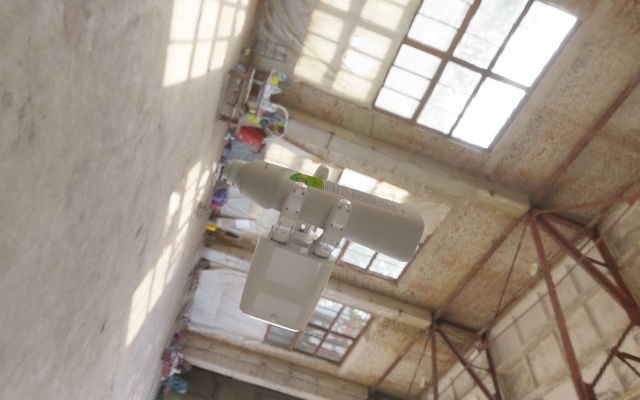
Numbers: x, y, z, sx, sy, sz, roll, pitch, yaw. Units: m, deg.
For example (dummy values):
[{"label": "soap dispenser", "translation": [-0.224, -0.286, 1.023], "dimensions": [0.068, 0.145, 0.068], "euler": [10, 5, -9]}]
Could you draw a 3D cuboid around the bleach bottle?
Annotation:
[{"label": "bleach bottle", "translation": [0.000, 0.002, 0.605], "dimensions": [0.251, 0.068, 0.102], "euler": [20, 11, -6]}]
